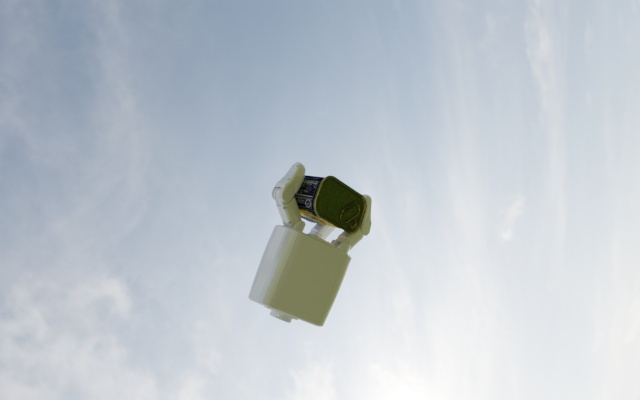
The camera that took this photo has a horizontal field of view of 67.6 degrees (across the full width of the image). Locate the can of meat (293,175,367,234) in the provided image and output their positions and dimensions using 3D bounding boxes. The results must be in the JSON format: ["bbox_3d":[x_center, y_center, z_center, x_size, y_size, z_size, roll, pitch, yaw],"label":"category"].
[{"bbox_3d":[0.000,0.002,0.667,0.084,0.057,0.102,9,-14,44],"label":"can of meat"}]
